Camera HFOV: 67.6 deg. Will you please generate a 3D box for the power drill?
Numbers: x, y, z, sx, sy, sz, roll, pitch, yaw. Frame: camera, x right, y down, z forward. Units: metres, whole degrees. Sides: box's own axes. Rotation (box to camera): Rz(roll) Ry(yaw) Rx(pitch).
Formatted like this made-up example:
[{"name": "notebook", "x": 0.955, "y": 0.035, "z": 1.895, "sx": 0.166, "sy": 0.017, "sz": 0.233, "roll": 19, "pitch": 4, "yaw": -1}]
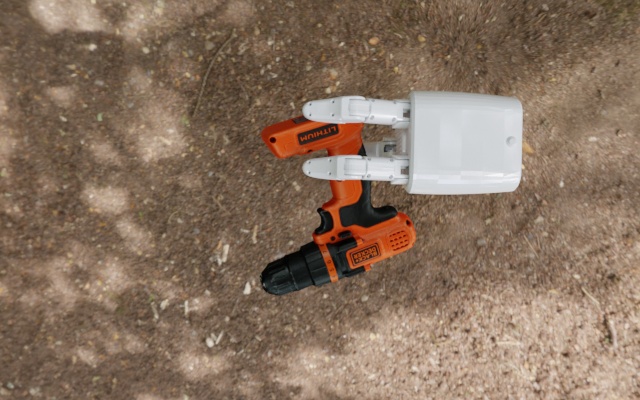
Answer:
[{"name": "power drill", "x": 0.000, "y": 0.001, "z": 0.520, "sx": 0.184, "sy": 0.188, "sz": 0.057, "roll": -21, "pitch": 21, "yaw": -8}]
